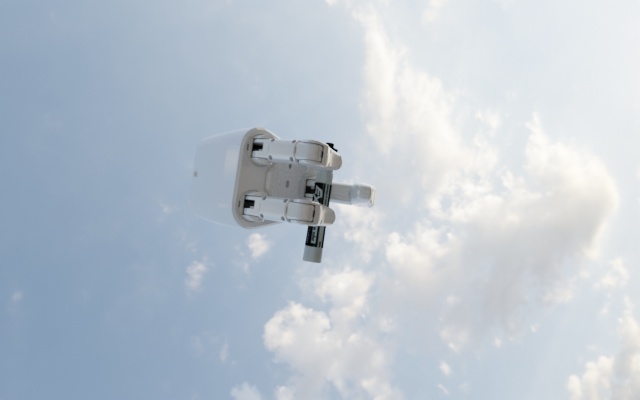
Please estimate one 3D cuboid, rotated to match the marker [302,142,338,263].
[{"bbox_3d":[0.000,0.002,0.479,0.020,0.121,0.020,8,-4,1],"label":"marker"}]
